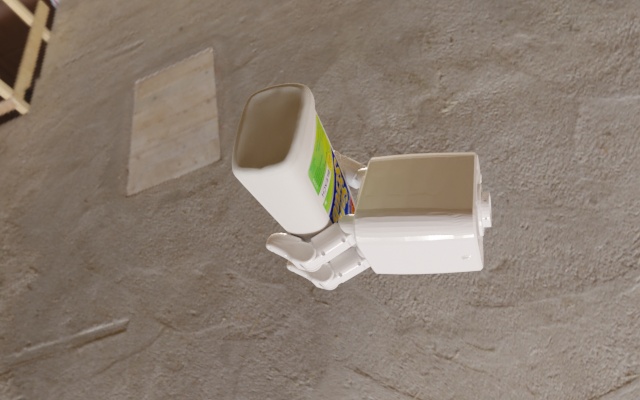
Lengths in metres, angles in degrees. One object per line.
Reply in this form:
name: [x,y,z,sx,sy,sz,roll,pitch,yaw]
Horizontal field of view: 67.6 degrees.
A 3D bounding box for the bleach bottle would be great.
bleach bottle: [0.000,0.002,0.497,0.068,0.102,0.251,-4,-31,21]
